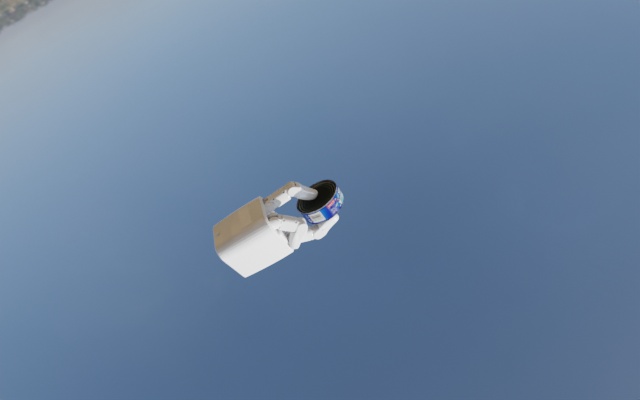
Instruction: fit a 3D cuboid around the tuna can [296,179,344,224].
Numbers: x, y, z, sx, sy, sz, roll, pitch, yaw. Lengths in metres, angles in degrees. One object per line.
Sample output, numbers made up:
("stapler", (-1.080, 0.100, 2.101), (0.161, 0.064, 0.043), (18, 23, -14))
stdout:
("tuna can", (0.000, 0.003, 0.885), (0.086, 0.086, 0.034), (0, -43, 44))
